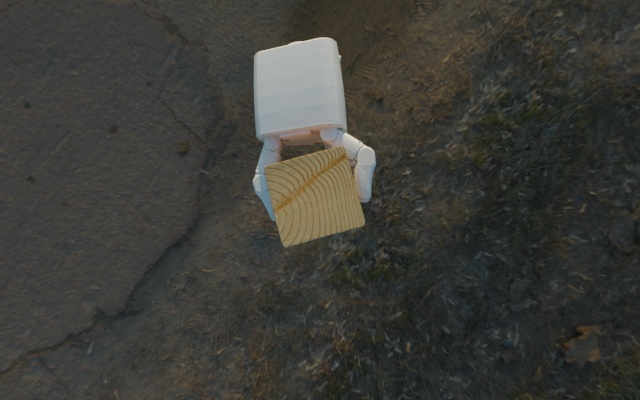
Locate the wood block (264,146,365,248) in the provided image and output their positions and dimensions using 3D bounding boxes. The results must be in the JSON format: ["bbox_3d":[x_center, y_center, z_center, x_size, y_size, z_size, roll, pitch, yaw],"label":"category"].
[{"bbox_3d":[0.000,0.002,0.595,0.091,0.090,0.206,-15,-4,3],"label":"wood block"}]
